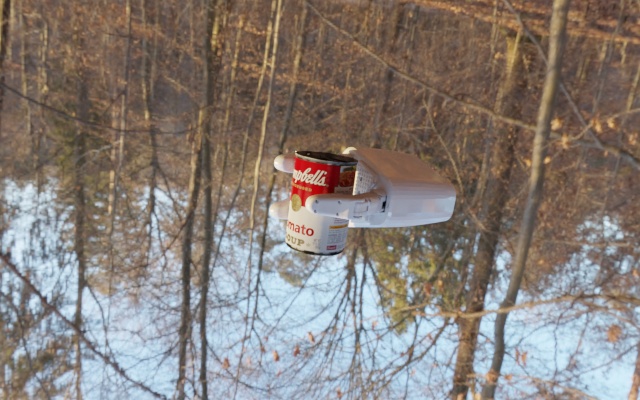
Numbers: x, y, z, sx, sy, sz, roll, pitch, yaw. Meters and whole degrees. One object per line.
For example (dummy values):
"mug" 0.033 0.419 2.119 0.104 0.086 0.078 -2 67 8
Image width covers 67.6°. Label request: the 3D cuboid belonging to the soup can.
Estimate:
"soup can" 0.000 0.002 0.521 0.068 0.102 0.068 8 13 -2
